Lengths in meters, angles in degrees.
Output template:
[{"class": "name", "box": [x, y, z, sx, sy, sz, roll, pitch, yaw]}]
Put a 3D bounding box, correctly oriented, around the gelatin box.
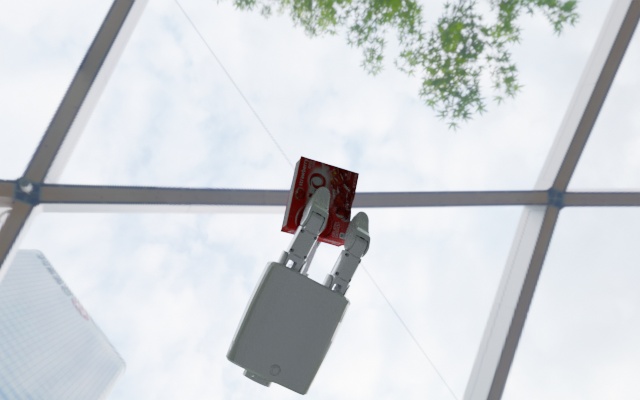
[{"class": "gelatin box", "box": [0.000, 0.002, 0.549, 0.073, 0.089, 0.030, 16, -17, -13]}]
